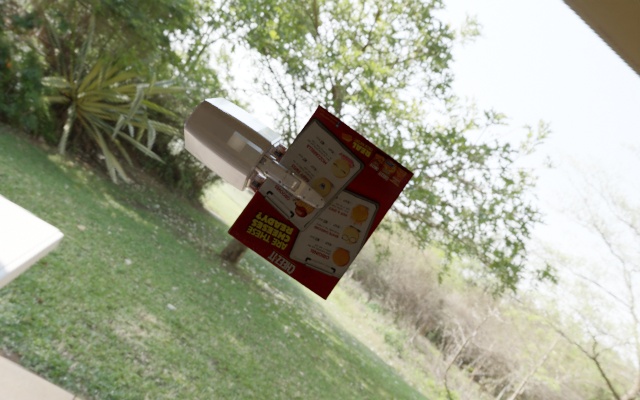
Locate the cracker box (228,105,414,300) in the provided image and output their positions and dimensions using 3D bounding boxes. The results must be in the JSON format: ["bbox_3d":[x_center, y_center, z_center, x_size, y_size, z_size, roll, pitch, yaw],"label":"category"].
[{"bbox_3d":[0.000,0.002,0.672,0.164,0.213,0.072,35,-2,-3],"label":"cracker box"}]
